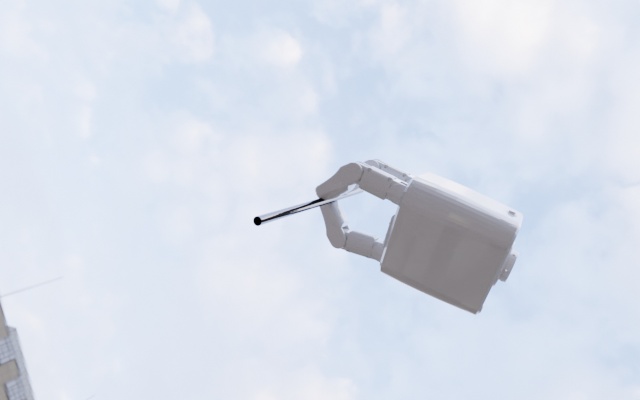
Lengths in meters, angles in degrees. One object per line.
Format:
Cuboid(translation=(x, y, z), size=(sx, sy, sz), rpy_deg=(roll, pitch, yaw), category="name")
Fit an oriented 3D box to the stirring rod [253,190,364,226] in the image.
Cuboid(translation=(0.000, 0.002, 0.489), size=(0.011, 0.011, 0.239), rpy_deg=(0, 7, 25), category="stirring rod")
